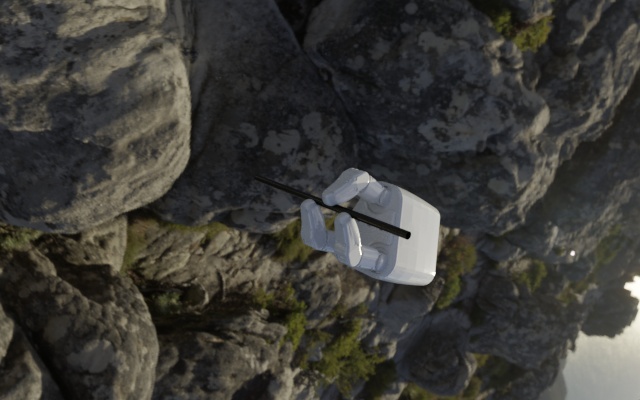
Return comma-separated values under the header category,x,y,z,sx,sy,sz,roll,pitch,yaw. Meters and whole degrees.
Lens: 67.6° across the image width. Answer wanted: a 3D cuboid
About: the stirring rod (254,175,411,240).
category,x,y,z,sx,sy,sz,roll,pitch,yaw
stirring rod,0.000,0.002,0.523,0.011,0.011,0.239,0,15,-44
